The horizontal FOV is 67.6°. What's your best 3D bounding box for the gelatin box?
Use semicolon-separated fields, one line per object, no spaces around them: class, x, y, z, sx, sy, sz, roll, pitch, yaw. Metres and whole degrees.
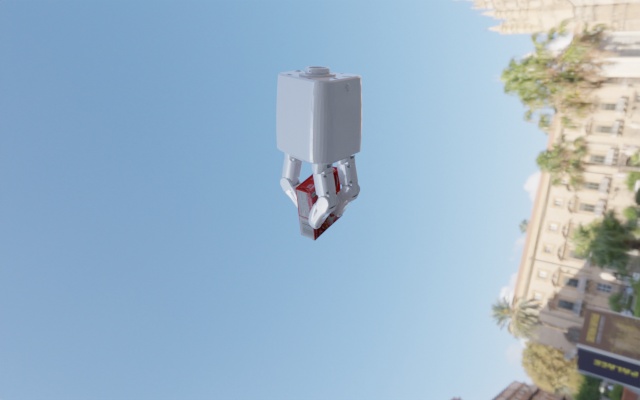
gelatin box;0.000;0.002;0.700;0.030;0.089;0.073;20;41;31
